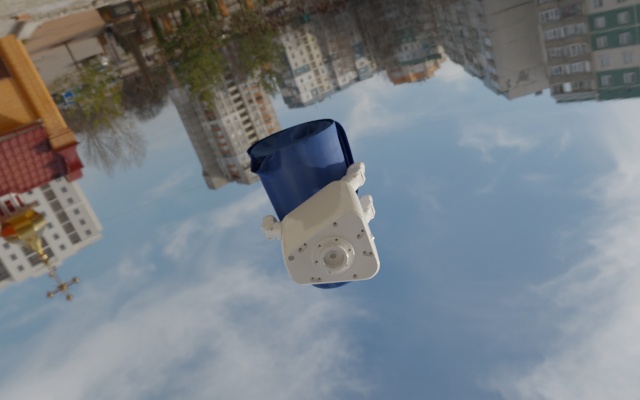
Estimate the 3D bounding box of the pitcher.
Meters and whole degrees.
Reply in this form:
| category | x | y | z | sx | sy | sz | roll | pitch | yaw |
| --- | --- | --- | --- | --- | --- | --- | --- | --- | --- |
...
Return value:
| category | x | y | z | sx | sy | sz | roll | pitch | yaw |
| --- | --- | --- | --- | --- | --- | --- | --- | --- | --- |
| pitcher | 0.000 | 0.002 | 0.730 | 0.149 | 0.243 | 0.145 | -20 | 20 | 1 |
